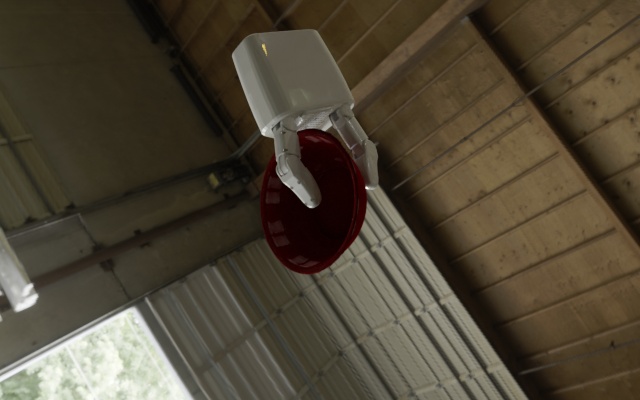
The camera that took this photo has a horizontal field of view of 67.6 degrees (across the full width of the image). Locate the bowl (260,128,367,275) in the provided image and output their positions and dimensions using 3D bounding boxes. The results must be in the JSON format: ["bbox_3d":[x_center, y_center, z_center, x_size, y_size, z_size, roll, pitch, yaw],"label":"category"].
[{"bbox_3d":[0.001,0.003,0.546,0.055,0.162,0.162,4,-3,-44],"label":"bowl"}]
